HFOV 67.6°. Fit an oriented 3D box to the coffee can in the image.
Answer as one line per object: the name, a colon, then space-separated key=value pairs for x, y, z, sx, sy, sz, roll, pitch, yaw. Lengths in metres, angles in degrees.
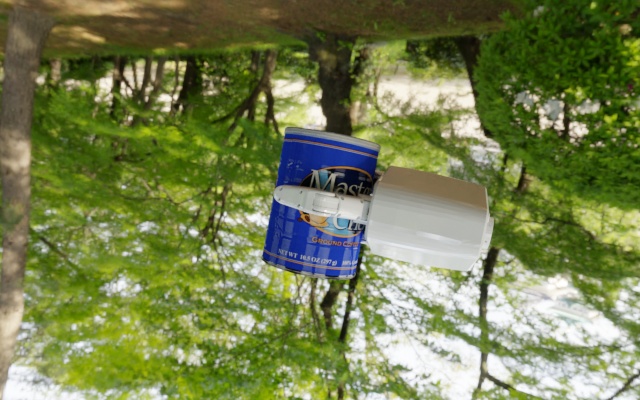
coffee can: x=0.000 y=0.001 z=0.505 sx=0.103 sy=0.140 sz=0.103 roll=11 pitch=3 yaw=-1
